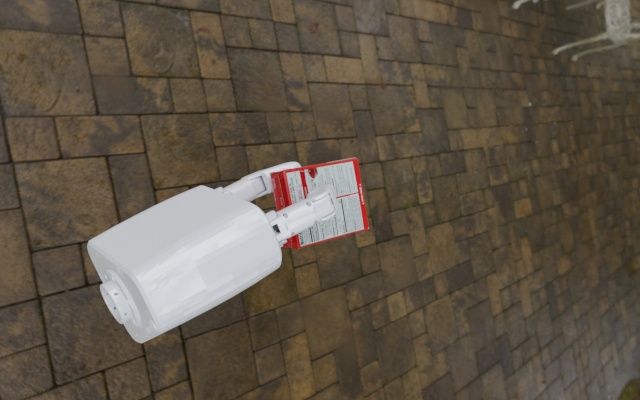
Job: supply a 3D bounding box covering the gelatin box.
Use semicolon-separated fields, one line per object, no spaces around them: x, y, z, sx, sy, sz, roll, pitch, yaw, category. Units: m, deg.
0.001;0.001;0.461;0.089;0.073;0.030;-13;4;-33;gelatin box
